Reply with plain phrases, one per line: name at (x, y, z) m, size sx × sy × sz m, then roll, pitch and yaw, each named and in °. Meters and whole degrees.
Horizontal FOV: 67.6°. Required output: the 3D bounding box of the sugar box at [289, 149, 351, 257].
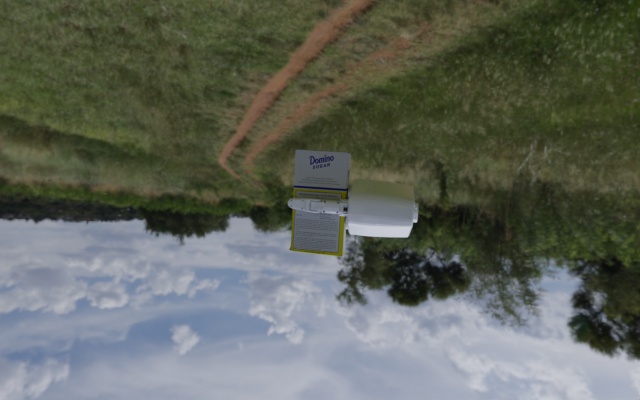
sugar box at (0.000, 0.003, 0.818) m, size 0.093 × 0.176 × 0.048 m, roll 5°, pitch 2°, yaw 8°
